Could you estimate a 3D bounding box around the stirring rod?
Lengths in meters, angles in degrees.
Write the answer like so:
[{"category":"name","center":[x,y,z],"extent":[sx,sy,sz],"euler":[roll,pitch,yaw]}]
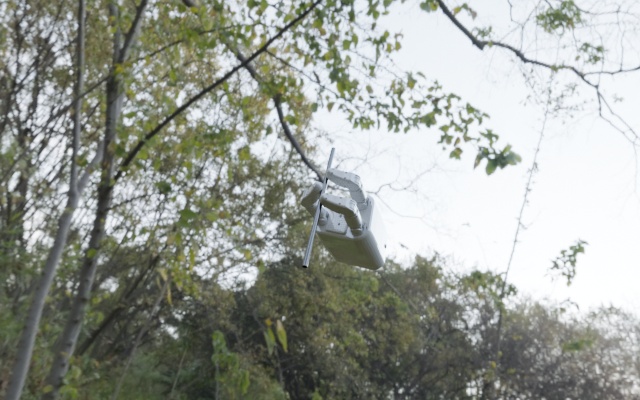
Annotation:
[{"category":"stirring rod","center":[0.000,0.003,0.760],"extent":[0.011,0.239,0.011],"euler":[9,-38,7]}]
